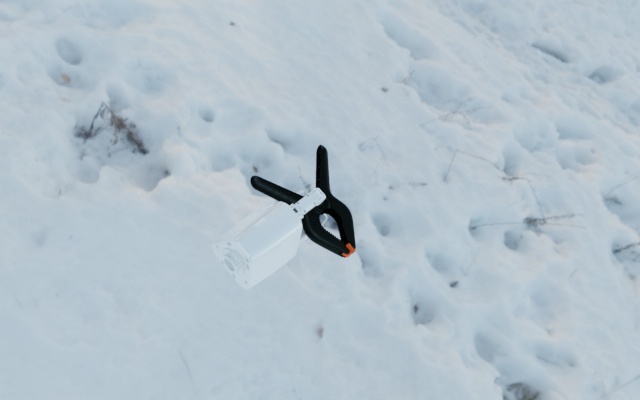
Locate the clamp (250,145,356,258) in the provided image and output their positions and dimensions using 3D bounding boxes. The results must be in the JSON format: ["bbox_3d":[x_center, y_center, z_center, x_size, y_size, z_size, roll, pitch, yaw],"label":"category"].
[{"bbox_3d":[0.001,0.003,0.839,0.164,0.210,0.036,-37,-7,-31],"label":"clamp"}]
